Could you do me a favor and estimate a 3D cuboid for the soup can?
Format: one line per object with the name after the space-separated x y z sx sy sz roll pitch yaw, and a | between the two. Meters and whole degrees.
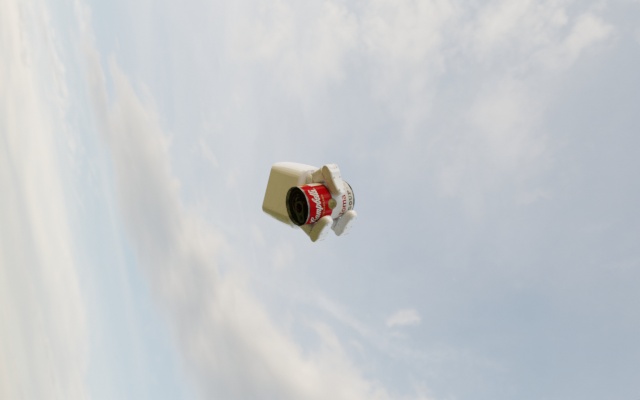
0.001 0.003 0.828 0.102 0.068 0.068 -10 6 -36 | soup can
